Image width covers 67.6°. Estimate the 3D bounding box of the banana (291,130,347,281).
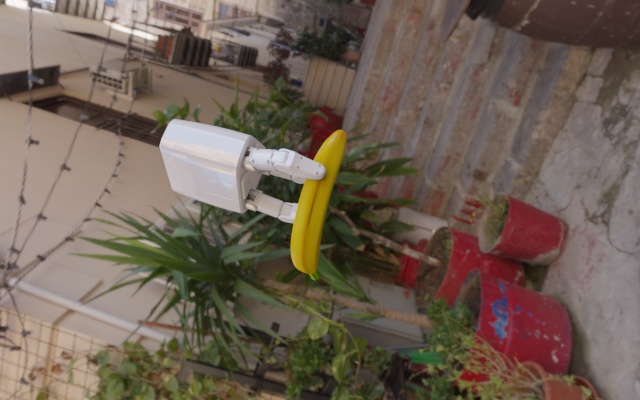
[{"bbox_3d":[-0.005,0.006,0.592,0.037,0.198,0.069,14,5,13],"label":"banana"}]
